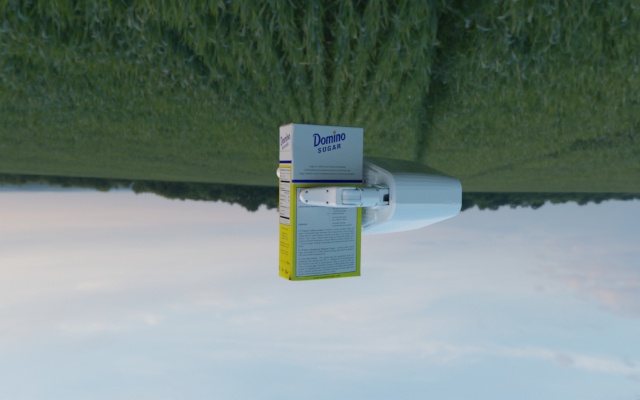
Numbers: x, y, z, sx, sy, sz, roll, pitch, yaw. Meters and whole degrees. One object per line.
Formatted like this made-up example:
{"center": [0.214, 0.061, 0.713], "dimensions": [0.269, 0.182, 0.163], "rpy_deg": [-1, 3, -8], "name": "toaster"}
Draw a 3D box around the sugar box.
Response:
{"center": [0.000, 0.002, 0.555], "dimensions": [0.093, 0.176, 0.048], "rpy_deg": [0, 1, -27], "name": "sugar box"}
